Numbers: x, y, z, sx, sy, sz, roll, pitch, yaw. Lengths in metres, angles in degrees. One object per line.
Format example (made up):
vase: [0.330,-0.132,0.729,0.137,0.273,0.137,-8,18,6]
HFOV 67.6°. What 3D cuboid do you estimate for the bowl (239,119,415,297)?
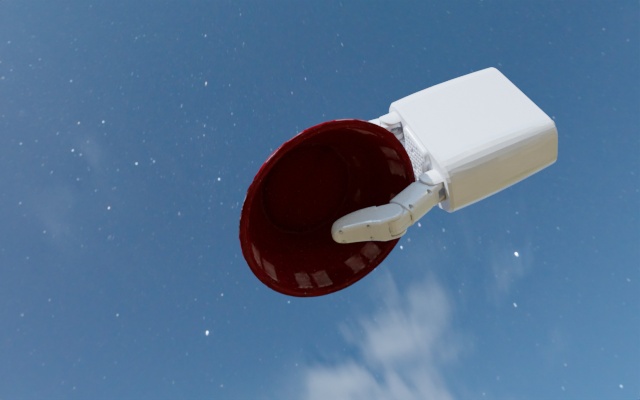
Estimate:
bowl: [-0.001,0.002,0.410,0.162,0.162,0.055,0,25,-30]
